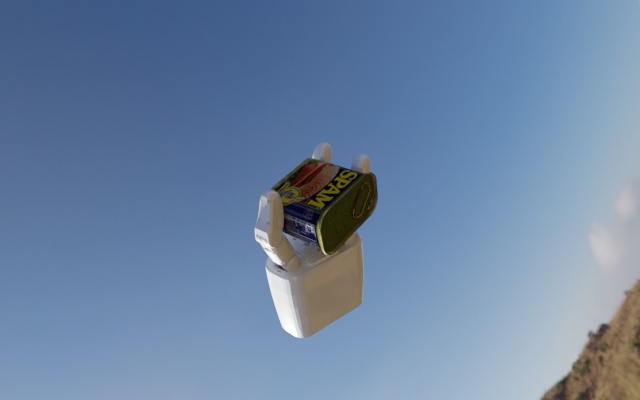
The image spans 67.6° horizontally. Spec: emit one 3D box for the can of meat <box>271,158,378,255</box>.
[{"bbox_3d":[0.000,0.002,0.522,0.084,0.057,0.102,20,46,34],"label":"can of meat"}]
